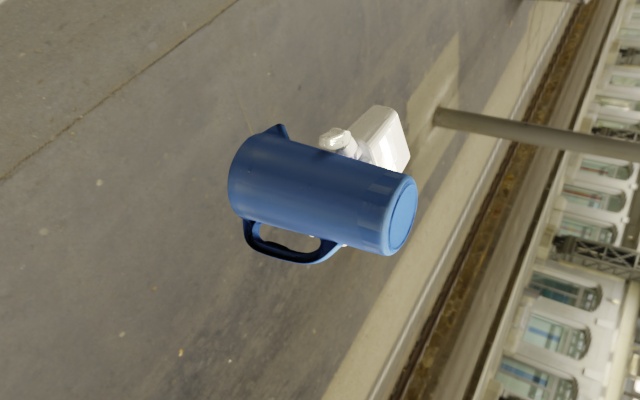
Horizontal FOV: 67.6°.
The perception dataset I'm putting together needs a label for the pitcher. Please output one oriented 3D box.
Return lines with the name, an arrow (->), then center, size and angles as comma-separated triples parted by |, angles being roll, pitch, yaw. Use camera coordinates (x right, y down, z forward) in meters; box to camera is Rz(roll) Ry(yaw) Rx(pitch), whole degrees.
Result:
pitcher -> 0.000, 0.002, 0.660 | 0.243, 0.149, 0.145 | 16, 46, 28
